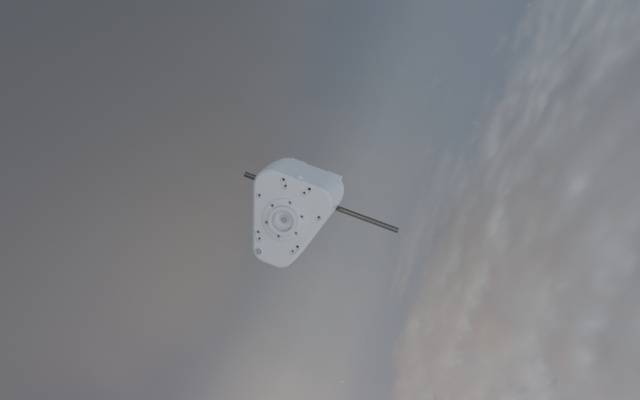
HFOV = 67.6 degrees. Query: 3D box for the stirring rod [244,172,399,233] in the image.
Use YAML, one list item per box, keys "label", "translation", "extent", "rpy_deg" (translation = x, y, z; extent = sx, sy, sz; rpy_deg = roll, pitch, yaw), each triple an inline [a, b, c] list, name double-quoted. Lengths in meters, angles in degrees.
- label: "stirring rod"
  translation: [0.000, 0.002, 0.702]
  extent: [0.239, 0.011, 0.011]
  rpy_deg: [20, 1, 4]
